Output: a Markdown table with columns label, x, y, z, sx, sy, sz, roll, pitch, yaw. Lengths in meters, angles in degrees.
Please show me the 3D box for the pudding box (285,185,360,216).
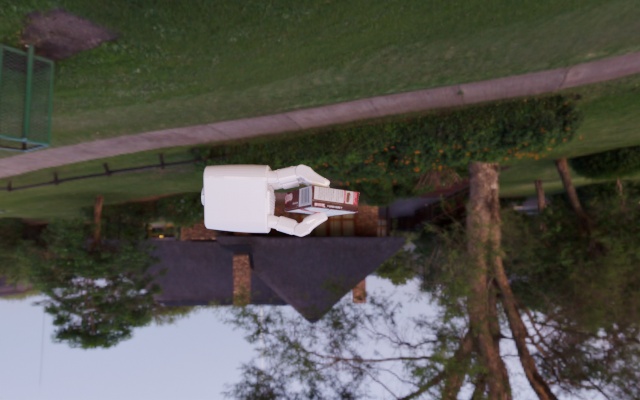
| label | x | y | z | sx | sy | sz | roll | pitch | yaw |
| --- | --- | --- | --- | --- | --- | --- | --- | --- | --- |
| pudding box | 0.000 | 0.003 | 0.816 | 0.090 | 0.039 | 0.113 | 7 | -7 | -26 |
